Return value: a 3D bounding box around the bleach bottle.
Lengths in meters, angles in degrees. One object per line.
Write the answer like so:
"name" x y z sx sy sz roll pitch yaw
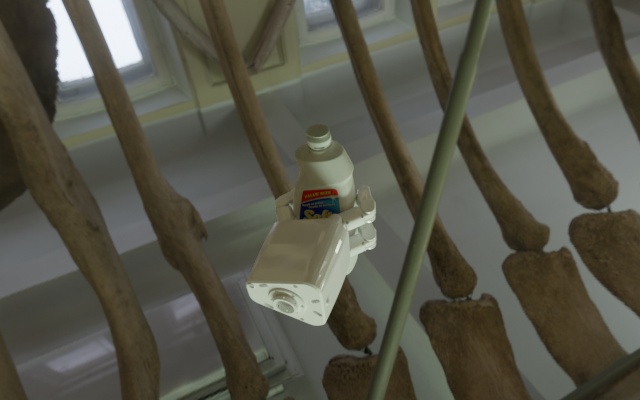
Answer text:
"bleach bottle" 0.000 0.002 0.678 0.102 0.251 0.068 10 46 17
